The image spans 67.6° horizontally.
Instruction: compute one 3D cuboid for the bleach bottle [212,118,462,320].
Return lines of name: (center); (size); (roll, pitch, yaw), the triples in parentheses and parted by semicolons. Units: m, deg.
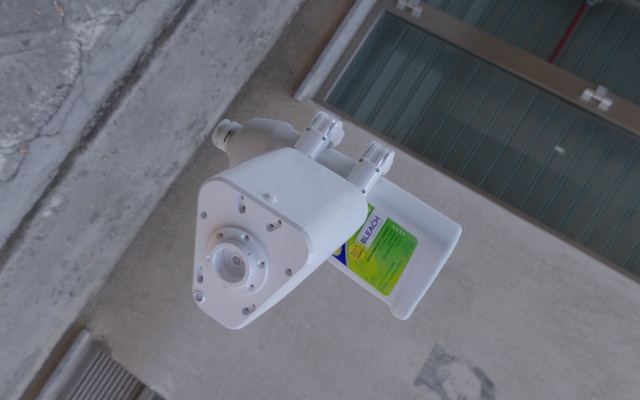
bleach bottle: (0.000, 0.001, 0.459); (0.251, 0.103, 0.068); (32, 25, 13)
